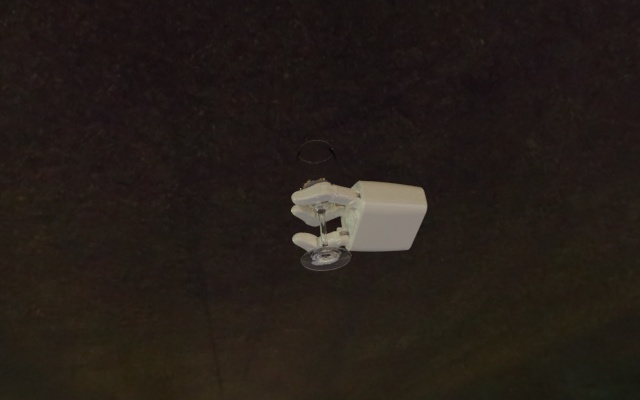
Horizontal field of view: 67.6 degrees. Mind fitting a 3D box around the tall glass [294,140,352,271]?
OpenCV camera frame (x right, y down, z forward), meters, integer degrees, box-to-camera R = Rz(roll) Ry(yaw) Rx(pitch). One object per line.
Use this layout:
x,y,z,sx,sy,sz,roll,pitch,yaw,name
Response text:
0.000,0.003,0.744,0.079,0.201,0.079,-4,-32,-3,tall glass
